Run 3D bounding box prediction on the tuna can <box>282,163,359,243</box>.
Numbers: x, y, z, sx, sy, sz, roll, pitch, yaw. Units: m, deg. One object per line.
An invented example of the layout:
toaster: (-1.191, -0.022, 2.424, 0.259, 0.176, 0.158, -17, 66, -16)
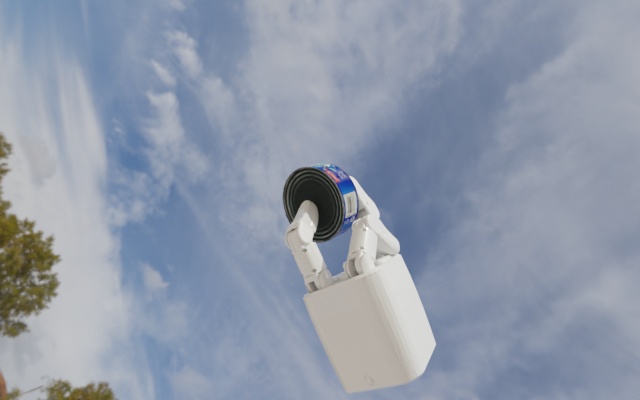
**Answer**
tuna can: (0.000, 0.002, 0.535, 0.086, 0.086, 0.033, 0, 13, 39)
